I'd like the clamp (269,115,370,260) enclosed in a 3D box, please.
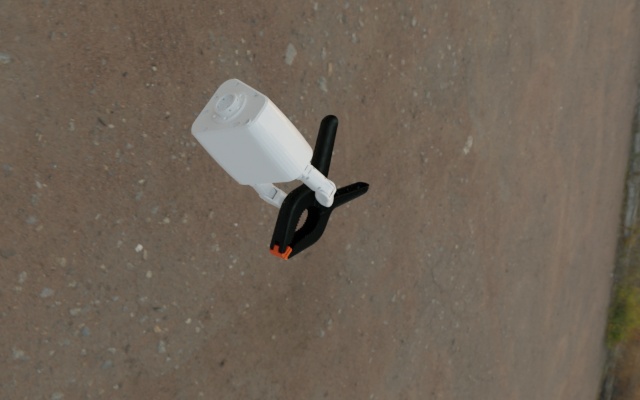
[{"bbox_3d":[0.000,0.003,0.709,0.036,0.210,0.165,16,-22,39],"label":"clamp"}]
